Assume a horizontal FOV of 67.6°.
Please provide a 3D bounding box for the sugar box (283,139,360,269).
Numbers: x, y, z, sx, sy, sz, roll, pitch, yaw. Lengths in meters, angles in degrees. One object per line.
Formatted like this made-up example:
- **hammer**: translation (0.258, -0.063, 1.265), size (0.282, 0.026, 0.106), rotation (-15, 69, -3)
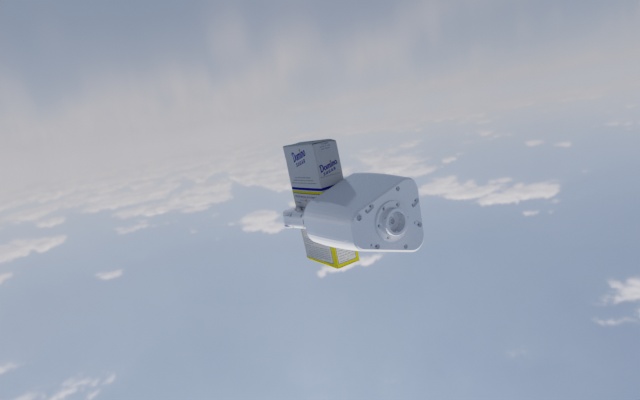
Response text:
- **sugar box**: translation (0.001, 0.002, 0.685), size (0.048, 0.176, 0.093), rotation (-15, 11, -29)
